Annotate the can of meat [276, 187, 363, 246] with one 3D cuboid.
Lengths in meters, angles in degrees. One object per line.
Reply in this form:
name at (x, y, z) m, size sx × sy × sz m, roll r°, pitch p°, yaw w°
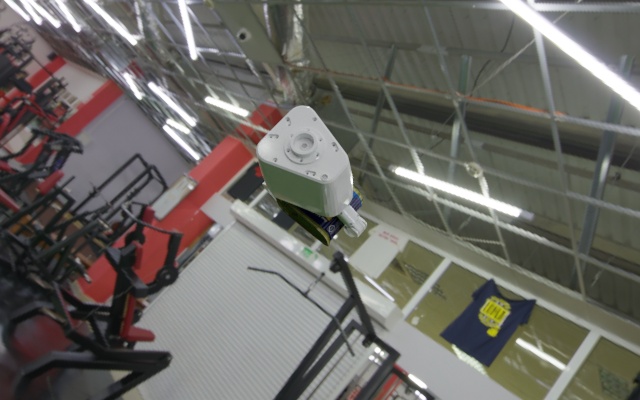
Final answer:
can of meat at (0.000, 0.002, 0.705) m, size 0.102 × 0.084 × 0.057 m, roll 38°, pitch -14°, yaw 21°
